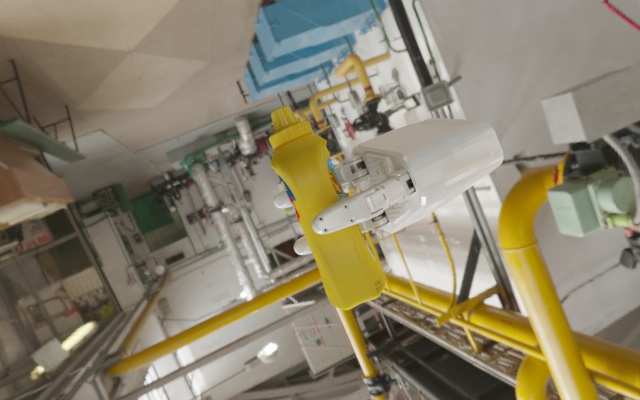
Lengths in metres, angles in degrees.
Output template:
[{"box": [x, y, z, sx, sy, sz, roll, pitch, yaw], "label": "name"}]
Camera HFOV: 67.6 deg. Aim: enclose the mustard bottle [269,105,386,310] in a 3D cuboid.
[{"box": [0.000, 0.002, 0.453, 0.058, 0.191, 0.096, -23, 4, 4], "label": "mustard bottle"}]
